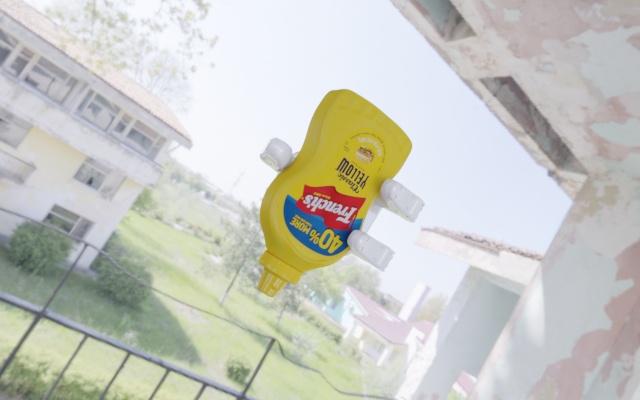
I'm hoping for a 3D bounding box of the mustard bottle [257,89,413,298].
[{"bbox_3d":[0.000,0.001,0.436,0.096,0.191,0.058,35,-6,-27],"label":"mustard bottle"}]
